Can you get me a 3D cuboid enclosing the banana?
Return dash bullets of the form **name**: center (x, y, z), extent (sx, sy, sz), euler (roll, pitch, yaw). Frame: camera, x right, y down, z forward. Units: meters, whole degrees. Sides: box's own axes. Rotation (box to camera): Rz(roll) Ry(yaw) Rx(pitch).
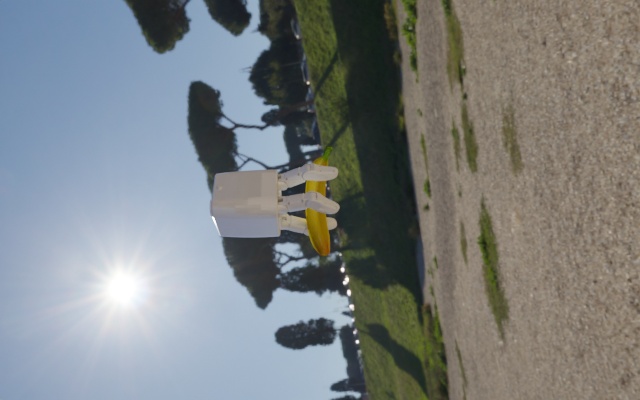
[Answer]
- **banana**: center (-0.004, 0.006, 0.827), extent (0.037, 0.197, 0.070), euler (5, -21, -14)
